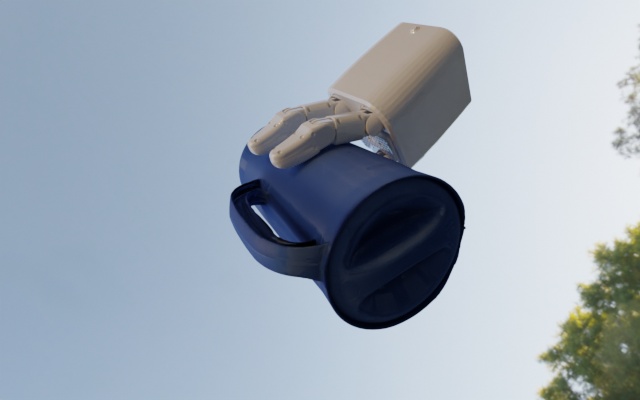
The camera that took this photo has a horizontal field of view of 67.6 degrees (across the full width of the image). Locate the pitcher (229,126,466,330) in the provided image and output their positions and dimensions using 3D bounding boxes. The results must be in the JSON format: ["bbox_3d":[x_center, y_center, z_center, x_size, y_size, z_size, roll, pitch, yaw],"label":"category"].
[{"bbox_3d":[0.000,0.001,0.453,0.149,0.145,0.242,48,-6,-36],"label":"pitcher"}]
